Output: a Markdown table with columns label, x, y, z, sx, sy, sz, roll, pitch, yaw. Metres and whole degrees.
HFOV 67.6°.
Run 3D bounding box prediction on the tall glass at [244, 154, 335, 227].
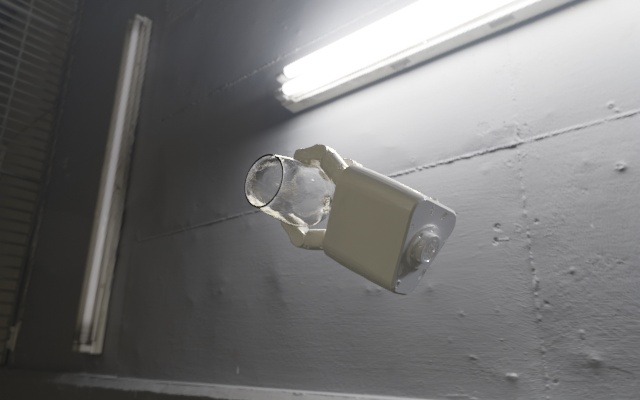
| label | x | y | z | sx | sy | sz | roll | pitch | yaw |
| --- | --- | --- | --- | --- | --- | --- | --- | --- | --- |
| tall glass | 0.000 | 0.002 | 0.599 | 0.079 | 0.079 | 0.201 | 0 | -14 | 41 |
